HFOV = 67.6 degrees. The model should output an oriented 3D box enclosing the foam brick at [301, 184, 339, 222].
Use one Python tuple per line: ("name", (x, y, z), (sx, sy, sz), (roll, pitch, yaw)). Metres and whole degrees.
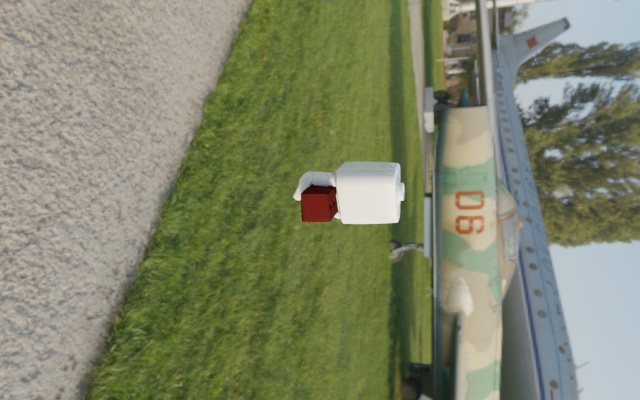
("foam brick", (0.000, 0.003, 0.860), (0.051, 0.053, 0.078), (1, 17, 15))
